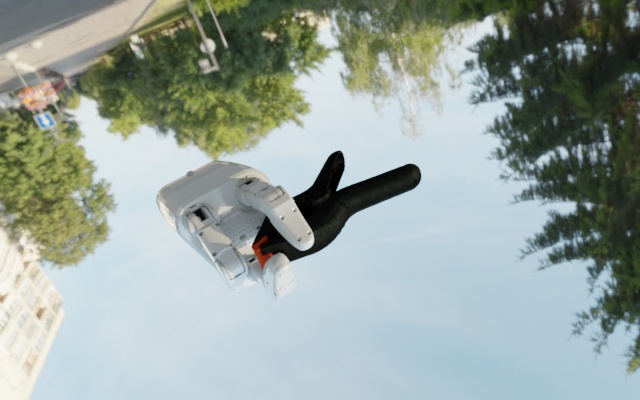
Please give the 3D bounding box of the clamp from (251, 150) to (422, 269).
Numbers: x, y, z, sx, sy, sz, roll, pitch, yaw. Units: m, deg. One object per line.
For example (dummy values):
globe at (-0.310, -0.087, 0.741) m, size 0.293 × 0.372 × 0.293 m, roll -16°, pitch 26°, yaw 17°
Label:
clamp at (0.000, 0.002, 0.463) m, size 0.171 × 0.039 × 0.120 m, roll -31°, pitch 25°, yaw -21°
